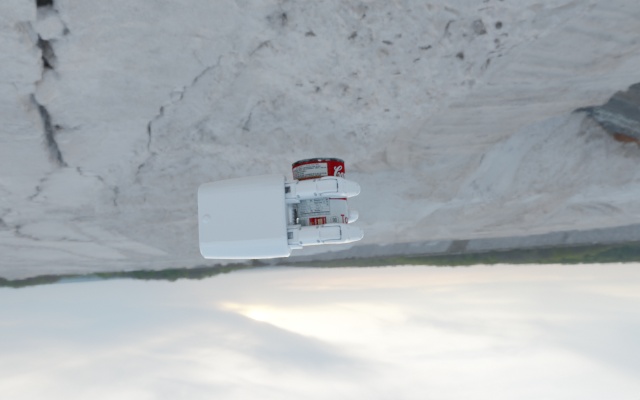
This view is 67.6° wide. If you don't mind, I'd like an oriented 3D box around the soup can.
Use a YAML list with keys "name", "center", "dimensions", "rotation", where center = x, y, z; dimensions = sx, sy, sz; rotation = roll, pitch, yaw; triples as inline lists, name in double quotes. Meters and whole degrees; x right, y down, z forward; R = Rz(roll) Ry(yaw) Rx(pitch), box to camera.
- name: "soup can"
  center: [0.001, 0.002, 0.606]
  dimensions: [0.068, 0.102, 0.068]
  rotation: [-4, -7, 0]
